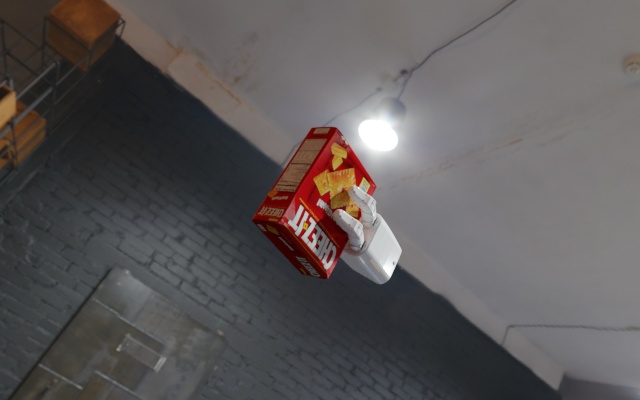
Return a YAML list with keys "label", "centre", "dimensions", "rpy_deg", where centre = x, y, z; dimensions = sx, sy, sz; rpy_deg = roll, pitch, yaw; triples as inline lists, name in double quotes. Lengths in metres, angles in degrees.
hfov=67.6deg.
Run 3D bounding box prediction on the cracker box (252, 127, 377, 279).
- label: "cracker box"
  centre: [0.000, 0.003, 0.834]
  dimensions: [0.072, 0.213, 0.164]
  rpy_deg: [4, -37, 41]
